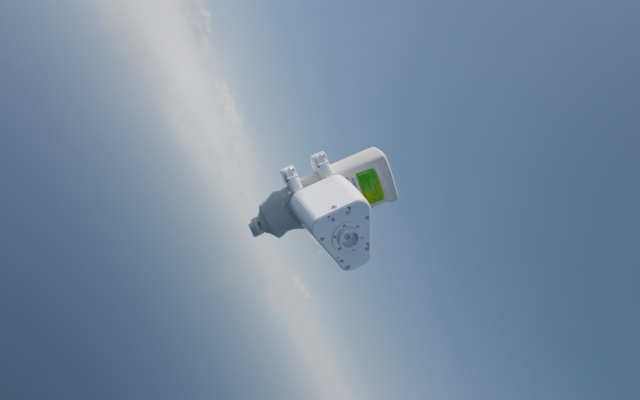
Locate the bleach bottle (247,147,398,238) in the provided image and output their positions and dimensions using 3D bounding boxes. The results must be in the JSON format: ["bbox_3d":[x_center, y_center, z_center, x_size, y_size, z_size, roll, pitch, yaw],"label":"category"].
[{"bbox_3d":[0.000,0.003,0.806,0.251,0.103,0.068,-25,27,-8],"label":"bleach bottle"}]
